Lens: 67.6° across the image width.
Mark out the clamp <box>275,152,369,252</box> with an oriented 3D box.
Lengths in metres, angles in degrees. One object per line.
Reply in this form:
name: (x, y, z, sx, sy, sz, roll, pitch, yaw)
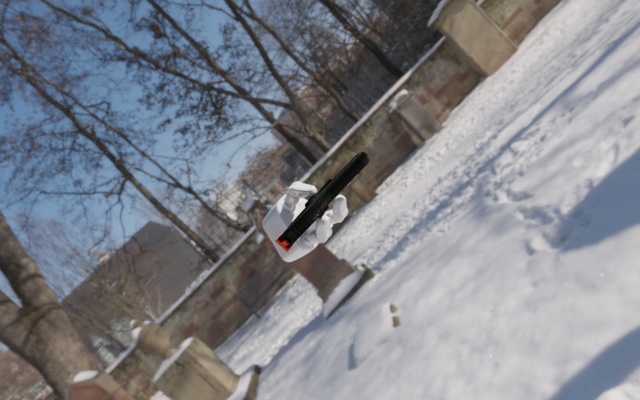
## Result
clamp: (-0.001, 0.003, 0.838, 0.210, 0.036, 0.165, -49, 3, -33)
